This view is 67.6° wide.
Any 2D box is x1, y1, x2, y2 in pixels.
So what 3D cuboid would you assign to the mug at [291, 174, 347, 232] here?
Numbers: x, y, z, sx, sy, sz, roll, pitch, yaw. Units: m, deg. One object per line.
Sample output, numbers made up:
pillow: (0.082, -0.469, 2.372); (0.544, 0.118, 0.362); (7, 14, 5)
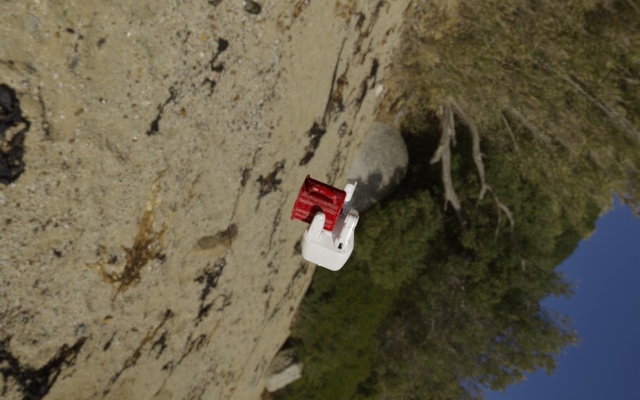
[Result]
mug: (0.001, 0.002, 0.880); (0.081, 0.093, 0.117); (21, -25, 3)
